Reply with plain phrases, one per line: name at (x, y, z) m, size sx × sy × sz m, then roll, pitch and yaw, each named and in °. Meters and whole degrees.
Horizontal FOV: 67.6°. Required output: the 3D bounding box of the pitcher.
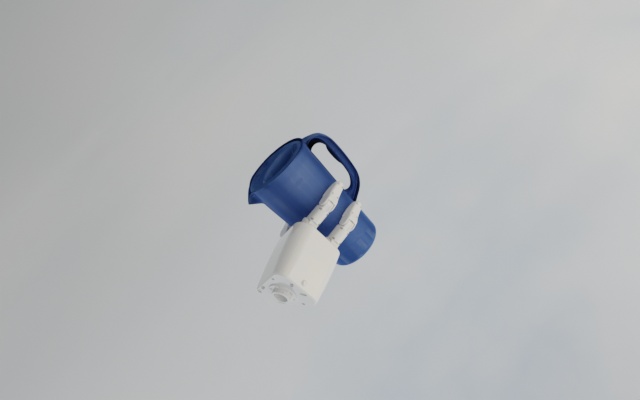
pitcher at (0.000, 0.003, 0.888) m, size 0.149 × 0.145 × 0.243 m, roll -22°, pitch -57°, yaw 43°
